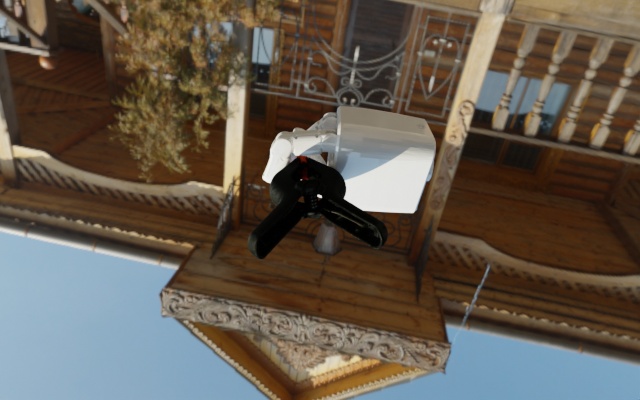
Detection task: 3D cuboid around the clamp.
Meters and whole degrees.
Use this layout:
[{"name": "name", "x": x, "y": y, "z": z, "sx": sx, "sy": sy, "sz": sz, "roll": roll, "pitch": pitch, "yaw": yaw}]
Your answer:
[{"name": "clamp", "x": 0.000, "y": 0.002, "z": 0.470, "sx": 0.120, "sy": 0.039, "sz": 0.171, "roll": 5, "pitch": 32, "yaw": -1}]
